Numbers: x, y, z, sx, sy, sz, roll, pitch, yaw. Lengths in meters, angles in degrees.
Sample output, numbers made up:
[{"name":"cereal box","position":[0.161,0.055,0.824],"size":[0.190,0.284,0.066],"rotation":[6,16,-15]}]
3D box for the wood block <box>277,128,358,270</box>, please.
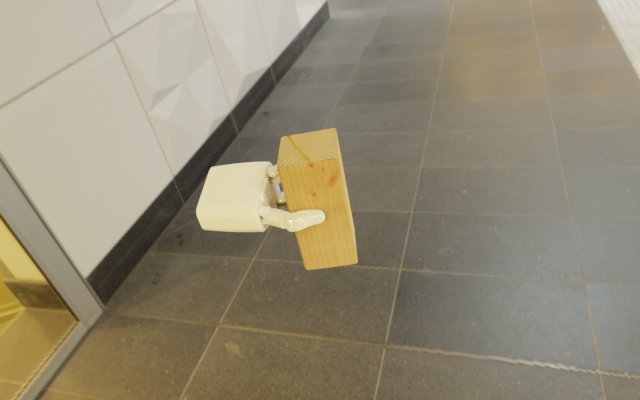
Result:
[{"name":"wood block","position":[0.000,0.003,0.762],"size":[0.090,0.206,0.090],"rotation":[-8,36,7]}]
